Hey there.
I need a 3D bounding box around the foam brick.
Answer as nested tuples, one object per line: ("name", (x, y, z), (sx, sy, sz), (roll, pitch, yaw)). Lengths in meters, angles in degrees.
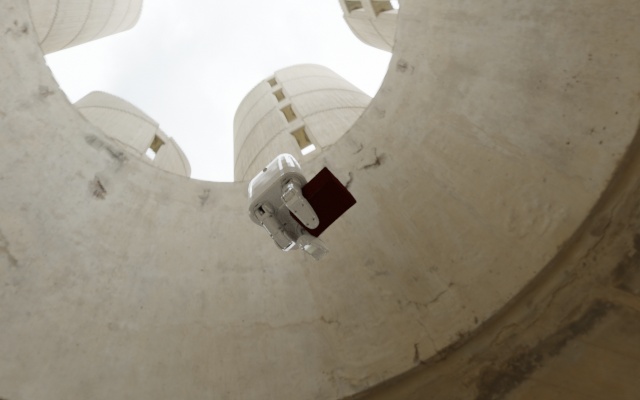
("foam brick", (0.000, 0.002, 0.655), (0.078, 0.053, 0.051), (-42, 22, 8))
